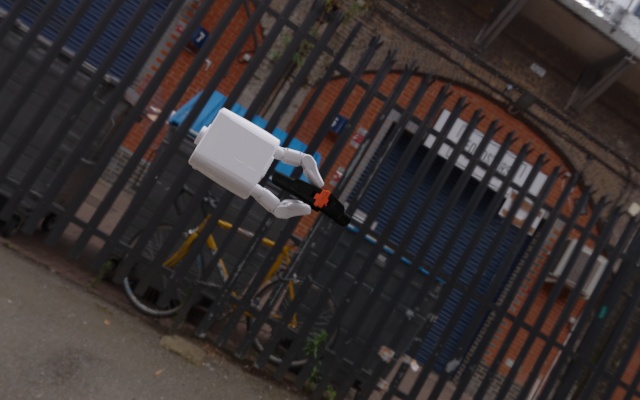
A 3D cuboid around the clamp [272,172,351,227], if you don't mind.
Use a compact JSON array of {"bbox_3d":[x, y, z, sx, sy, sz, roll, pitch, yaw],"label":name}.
[{"bbox_3d":[0.000,0.002,0.794,0.164,0.036,0.210,31,-3,-12],"label":"clamp"}]
